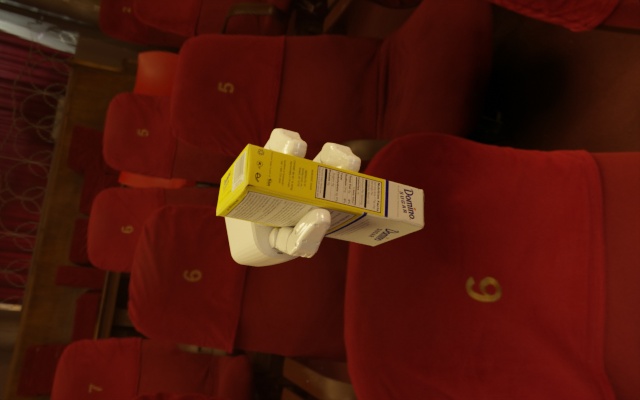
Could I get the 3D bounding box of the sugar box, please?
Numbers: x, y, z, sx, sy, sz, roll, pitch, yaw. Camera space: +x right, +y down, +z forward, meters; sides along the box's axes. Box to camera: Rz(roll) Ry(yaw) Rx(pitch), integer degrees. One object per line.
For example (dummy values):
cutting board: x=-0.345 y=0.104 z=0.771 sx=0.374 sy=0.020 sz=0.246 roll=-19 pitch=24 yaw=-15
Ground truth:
sugar box: x=0.000 y=0.001 z=0.455 sx=0.176 sy=0.048 sz=0.093 roll=11 pitch=-20 yaw=-24
